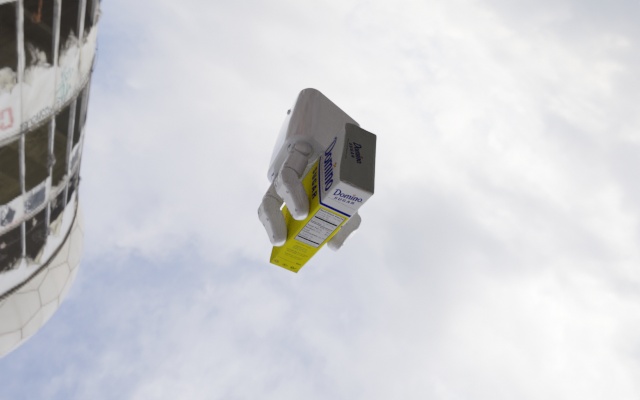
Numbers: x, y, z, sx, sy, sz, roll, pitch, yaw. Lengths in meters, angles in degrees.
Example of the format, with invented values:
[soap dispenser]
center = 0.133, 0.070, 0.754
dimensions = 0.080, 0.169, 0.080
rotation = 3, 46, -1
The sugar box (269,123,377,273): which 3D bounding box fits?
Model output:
[sugar box]
center = 0.000, 0.002, 0.548
dimensions = 0.048, 0.093, 0.176
rotation = 22, -44, -15
